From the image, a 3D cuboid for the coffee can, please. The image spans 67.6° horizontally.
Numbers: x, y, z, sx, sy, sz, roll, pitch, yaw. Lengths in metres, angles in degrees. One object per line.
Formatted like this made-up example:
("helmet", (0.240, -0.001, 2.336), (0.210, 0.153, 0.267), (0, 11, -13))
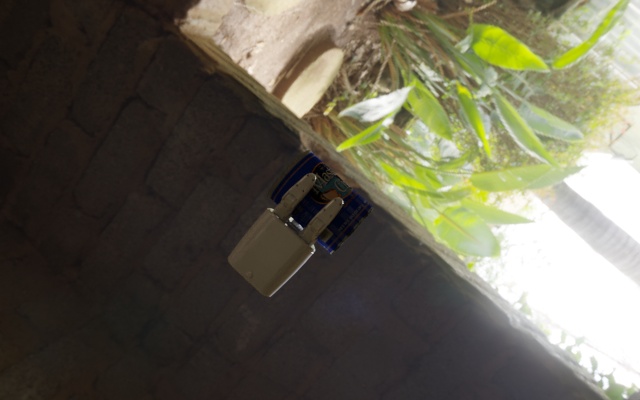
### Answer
("coffee can", (0.000, 0.002, 0.770), (0.140, 0.103, 0.103), (42, 3, 4))
